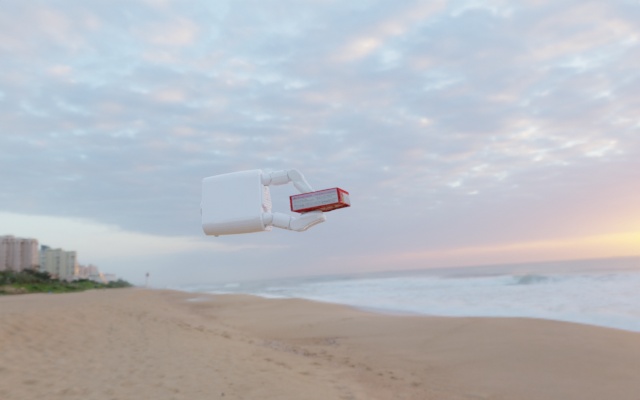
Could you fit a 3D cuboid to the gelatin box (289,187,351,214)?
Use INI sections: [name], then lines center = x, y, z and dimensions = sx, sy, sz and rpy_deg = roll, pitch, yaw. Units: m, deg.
[gelatin box]
center = 0.000, 0.002, 0.824
dimensions = 0.089, 0.030, 0.073
rpy_deg = -11, -9, 16
